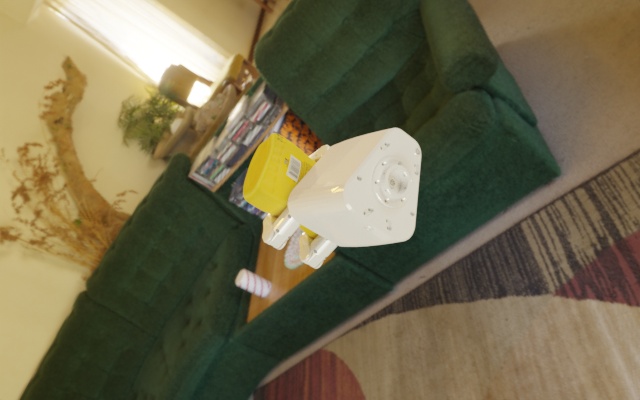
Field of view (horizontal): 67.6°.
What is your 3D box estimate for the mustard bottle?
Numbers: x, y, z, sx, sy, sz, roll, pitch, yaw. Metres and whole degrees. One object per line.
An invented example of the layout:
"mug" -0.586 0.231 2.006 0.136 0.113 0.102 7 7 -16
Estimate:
"mustard bottle" 0.000 0.002 0.597 0.192 0.096 0.058 32 -45 -25
